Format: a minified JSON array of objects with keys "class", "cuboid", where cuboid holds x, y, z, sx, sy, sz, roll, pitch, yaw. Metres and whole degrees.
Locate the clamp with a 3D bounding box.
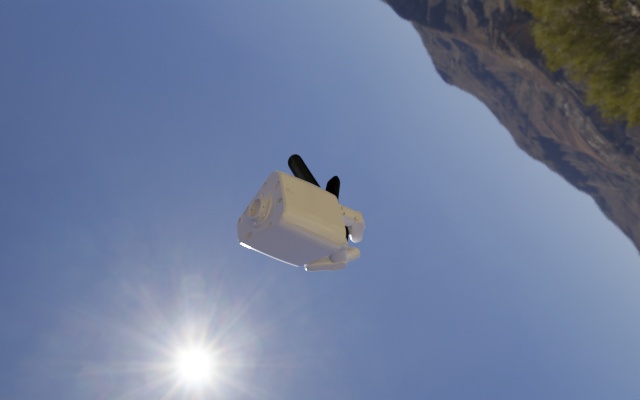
[{"class":"clamp","cuboid":[0.000,0.003,0.758,0.120,0.171,0.039,26,-54,-35]}]
